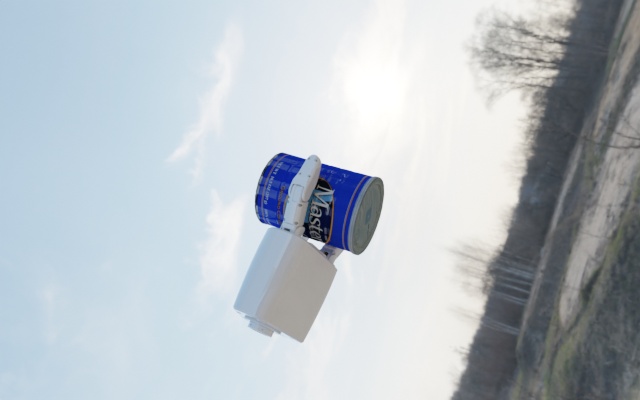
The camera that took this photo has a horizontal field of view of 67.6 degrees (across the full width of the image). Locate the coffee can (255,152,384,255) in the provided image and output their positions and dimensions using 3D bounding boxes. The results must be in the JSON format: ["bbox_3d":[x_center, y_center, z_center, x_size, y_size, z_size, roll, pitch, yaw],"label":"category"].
[{"bbox_3d":[0.000,0.002,0.628,0.140,0.103,0.103,17,6,22],"label":"coffee can"}]
